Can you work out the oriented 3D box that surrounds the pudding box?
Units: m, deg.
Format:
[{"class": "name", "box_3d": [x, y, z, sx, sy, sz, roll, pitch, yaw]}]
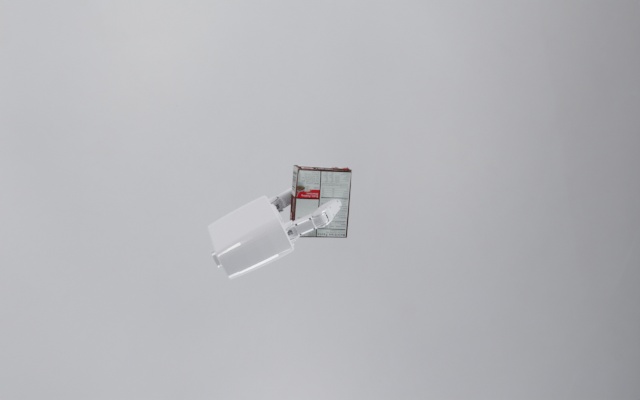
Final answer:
[{"class": "pudding box", "box_3d": [0.000, 0.003, 0.756, 0.090, 0.113, 0.039, 2, 12, -13]}]
